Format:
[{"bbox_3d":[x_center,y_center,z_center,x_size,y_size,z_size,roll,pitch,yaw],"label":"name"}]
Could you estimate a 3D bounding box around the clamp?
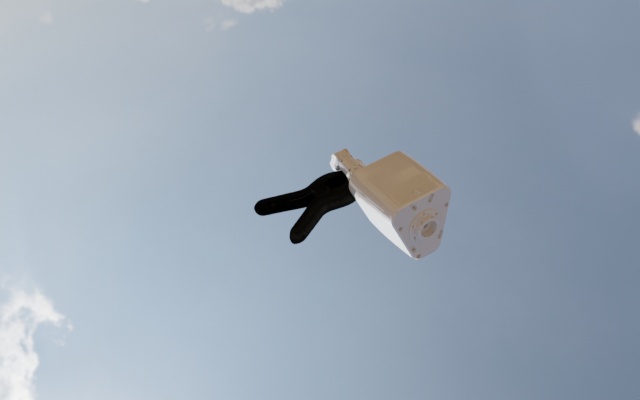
[{"bbox_3d":[0.000,0.003,0.681,0.171,0.039,0.120,-26,39,-13],"label":"clamp"}]
